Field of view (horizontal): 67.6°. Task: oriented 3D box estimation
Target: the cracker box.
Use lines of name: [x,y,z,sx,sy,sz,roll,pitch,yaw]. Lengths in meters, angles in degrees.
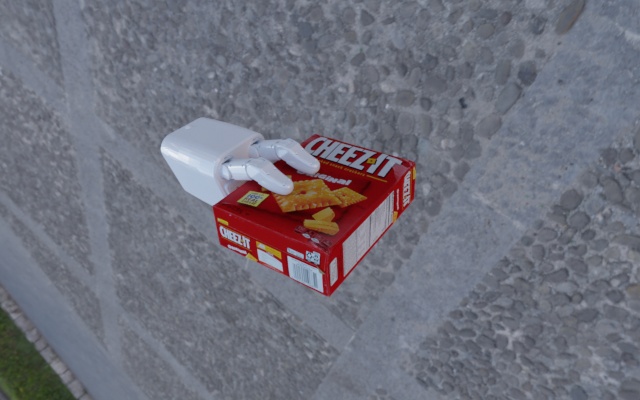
cracker box: [0.000,0.002,0.600,0.164,0.072,0.213,20,42,28]
